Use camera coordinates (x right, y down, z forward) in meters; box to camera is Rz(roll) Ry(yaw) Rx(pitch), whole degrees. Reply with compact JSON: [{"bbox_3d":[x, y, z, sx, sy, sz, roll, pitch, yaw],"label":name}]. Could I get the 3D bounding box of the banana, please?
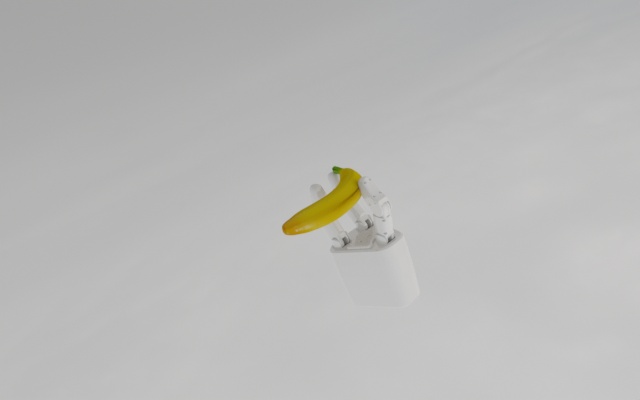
[{"bbox_3d":[0.018,-0.002,0.669,0.069,0.037,0.197,-8,22,28],"label":"banana"}]
